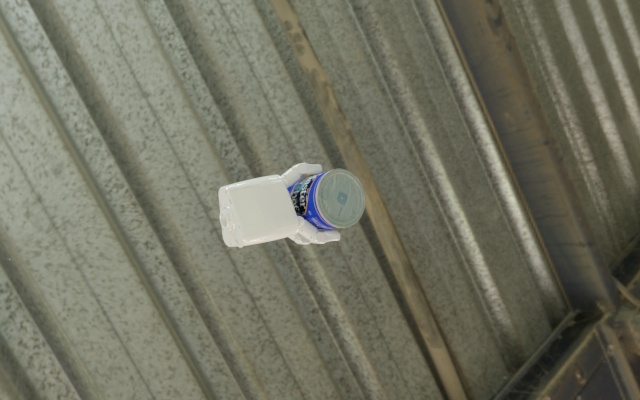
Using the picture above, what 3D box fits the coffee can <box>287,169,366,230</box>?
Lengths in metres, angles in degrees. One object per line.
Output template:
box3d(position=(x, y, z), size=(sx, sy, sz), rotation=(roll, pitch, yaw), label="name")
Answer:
box3d(position=(0.000, 0.003, 0.880), size=(0.103, 0.103, 0.140), rotation=(0, -6, -33), label="coffee can")
